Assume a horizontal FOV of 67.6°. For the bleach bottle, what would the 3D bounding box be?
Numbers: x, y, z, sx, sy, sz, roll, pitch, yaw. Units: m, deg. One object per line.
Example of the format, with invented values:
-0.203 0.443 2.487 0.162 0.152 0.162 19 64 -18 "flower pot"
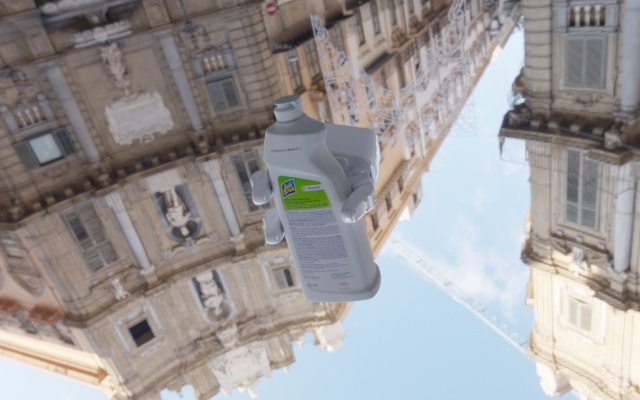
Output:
0.000 0.002 0.552 0.102 0.251 0.068 -6 28 15 "bleach bottle"
